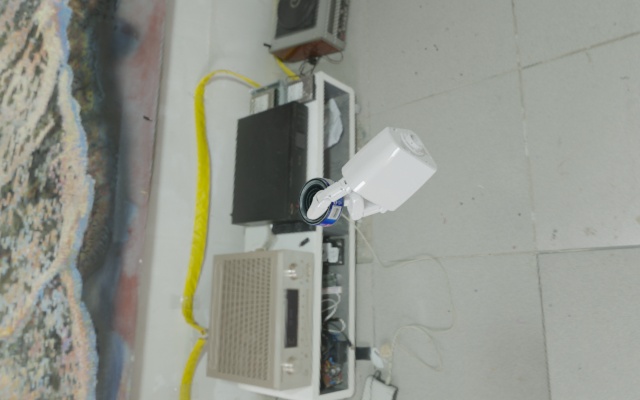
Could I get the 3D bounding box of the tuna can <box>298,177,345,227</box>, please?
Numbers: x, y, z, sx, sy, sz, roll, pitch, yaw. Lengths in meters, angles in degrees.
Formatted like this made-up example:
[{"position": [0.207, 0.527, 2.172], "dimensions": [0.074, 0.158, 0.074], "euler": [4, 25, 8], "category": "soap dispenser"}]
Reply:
[{"position": [0.000, 0.003, 0.841], "dimensions": [0.034, 0.086, 0.086], "euler": [8, -5, -43], "category": "tuna can"}]
